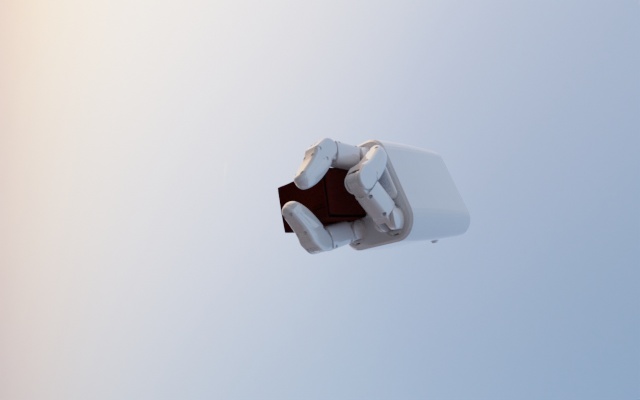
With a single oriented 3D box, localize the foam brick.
[{"bbox_3d":[0.000,0.002,0.501,0.051,0.053,0.078,1,-14,-40],"label":"foam brick"}]
